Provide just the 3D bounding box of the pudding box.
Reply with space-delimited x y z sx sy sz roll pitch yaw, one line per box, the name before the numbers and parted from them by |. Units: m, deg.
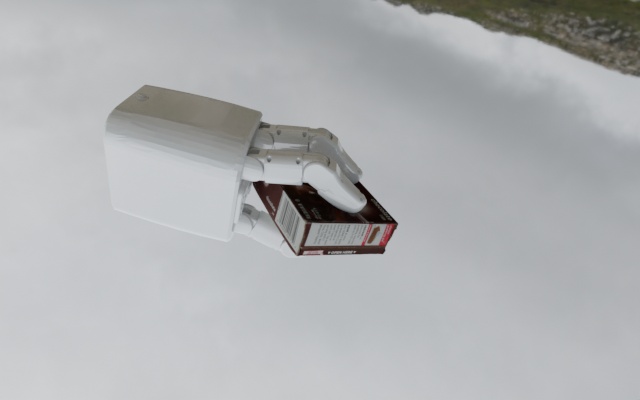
pudding box | 0.000 0.002 0.422 0.090 0.039 0.113 1 34 -30
